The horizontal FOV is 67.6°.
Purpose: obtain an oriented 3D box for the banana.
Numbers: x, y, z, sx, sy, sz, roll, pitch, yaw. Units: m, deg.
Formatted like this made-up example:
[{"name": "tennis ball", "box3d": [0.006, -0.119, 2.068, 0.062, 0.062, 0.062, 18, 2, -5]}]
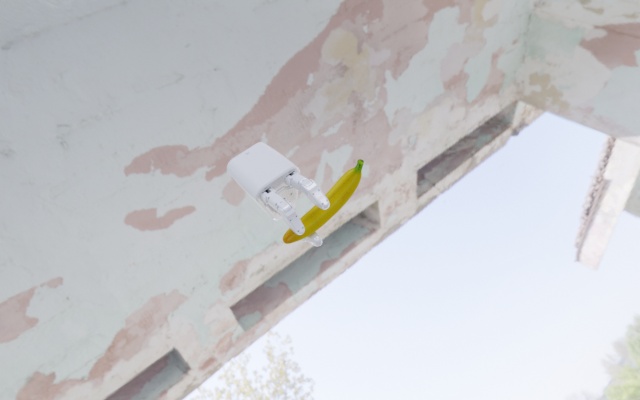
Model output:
[{"name": "banana", "box3d": [0.009, 0.006, 0.856, 0.037, 0.198, 0.070, 43, 1, 29]}]
